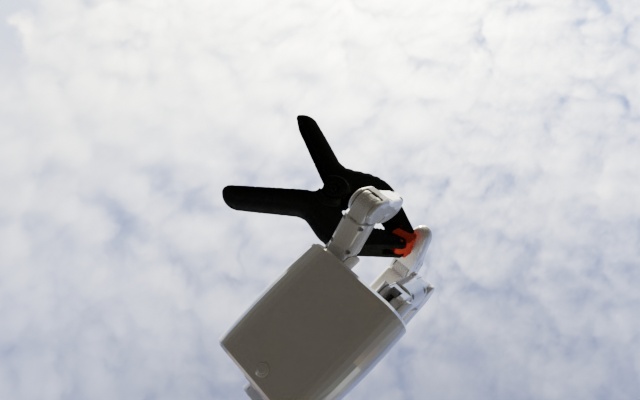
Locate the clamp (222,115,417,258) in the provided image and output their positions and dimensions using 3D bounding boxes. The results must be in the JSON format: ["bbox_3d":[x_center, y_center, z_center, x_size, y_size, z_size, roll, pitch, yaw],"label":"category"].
[{"bbox_3d":[0.000,0.002,0.421,0.171,0.120,0.039,40,-17,25],"label":"clamp"}]
